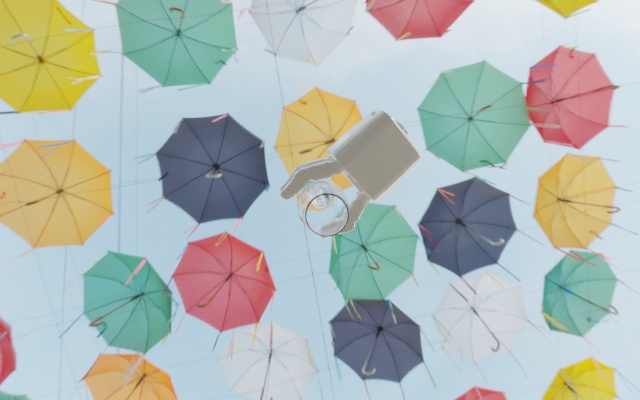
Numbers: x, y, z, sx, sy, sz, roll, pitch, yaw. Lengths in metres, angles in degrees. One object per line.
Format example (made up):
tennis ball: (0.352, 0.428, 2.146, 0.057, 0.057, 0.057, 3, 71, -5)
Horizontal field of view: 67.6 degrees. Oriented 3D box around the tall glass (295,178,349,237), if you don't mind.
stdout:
tall glass: (0.000, 0.003, 0.759, 0.079, 0.079, 0.201, 0, 11, -5)
